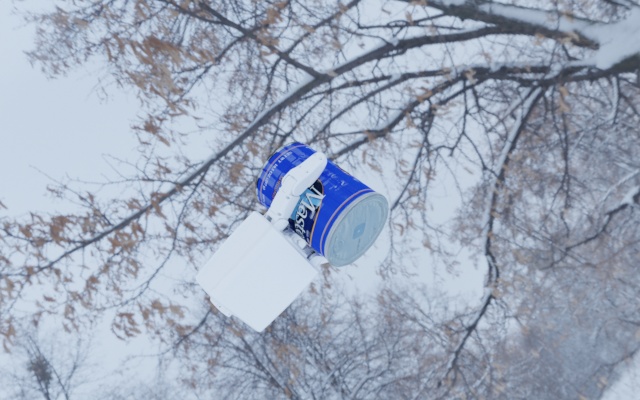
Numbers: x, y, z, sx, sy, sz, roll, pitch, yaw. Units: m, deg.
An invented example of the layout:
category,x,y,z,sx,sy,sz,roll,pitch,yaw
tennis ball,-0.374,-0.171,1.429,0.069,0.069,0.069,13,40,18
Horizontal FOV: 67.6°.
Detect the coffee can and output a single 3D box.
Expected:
category,x,y,z,sx,sy,sz,roll,pitch,yaw
coffee can,0.000,0.002,0.603,0.140,0.103,0.103,37,22,33
